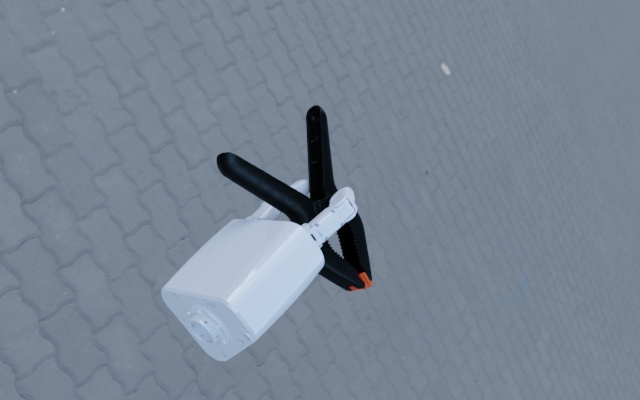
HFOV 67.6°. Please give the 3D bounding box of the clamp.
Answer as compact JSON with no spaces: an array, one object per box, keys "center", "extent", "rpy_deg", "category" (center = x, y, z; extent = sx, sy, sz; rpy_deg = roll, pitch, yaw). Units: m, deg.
[{"center":[0.001,0.002,0.520],"extent":[0.036,0.210,0.164],"rpy_deg":[-20,19,45],"category":"clamp"}]
